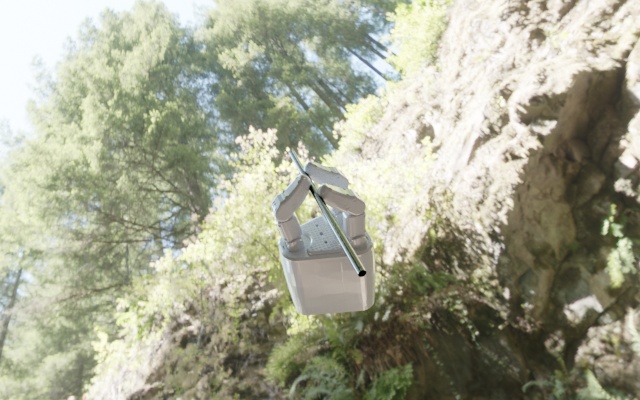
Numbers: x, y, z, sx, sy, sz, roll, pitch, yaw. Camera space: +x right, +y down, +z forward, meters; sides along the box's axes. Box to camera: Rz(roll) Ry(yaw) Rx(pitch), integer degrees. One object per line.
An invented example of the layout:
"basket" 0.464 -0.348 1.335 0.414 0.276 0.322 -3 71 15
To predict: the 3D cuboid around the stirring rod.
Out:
"stirring rod" 0.000 0.002 0.515 0.011 0.011 0.239 0 31 -21
